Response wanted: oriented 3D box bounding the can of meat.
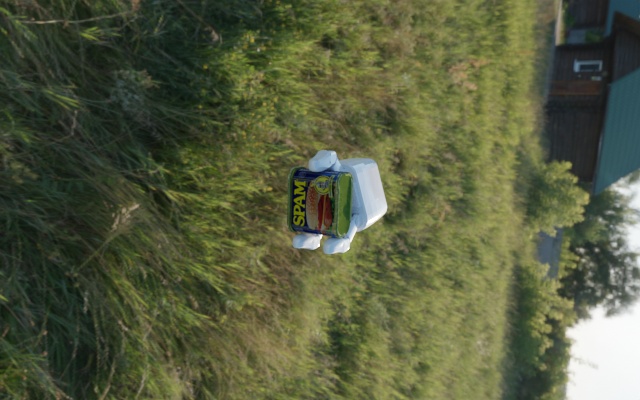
[{"bbox_3d":[0.000,0.002,0.718,0.084,0.102,0.057,7,11,27],"label":"can of meat"}]
